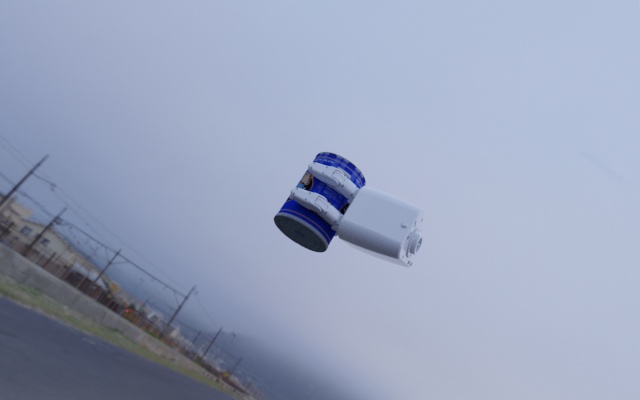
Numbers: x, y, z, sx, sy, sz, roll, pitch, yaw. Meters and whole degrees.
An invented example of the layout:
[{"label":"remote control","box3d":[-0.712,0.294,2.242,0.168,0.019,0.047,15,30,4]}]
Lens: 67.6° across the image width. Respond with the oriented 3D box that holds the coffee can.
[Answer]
[{"label":"coffee can","box3d":[0.000,0.003,0.816,0.103,0.140,0.103,27,-23,13]}]
